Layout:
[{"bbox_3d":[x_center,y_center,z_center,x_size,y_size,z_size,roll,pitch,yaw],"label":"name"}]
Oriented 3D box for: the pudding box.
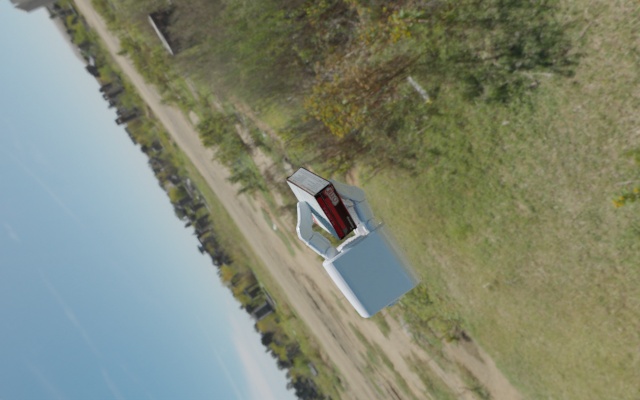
[{"bbox_3d":[0.000,0.003,0.738,0.039,0.090,0.113,-38,29,-14],"label":"pudding box"}]
